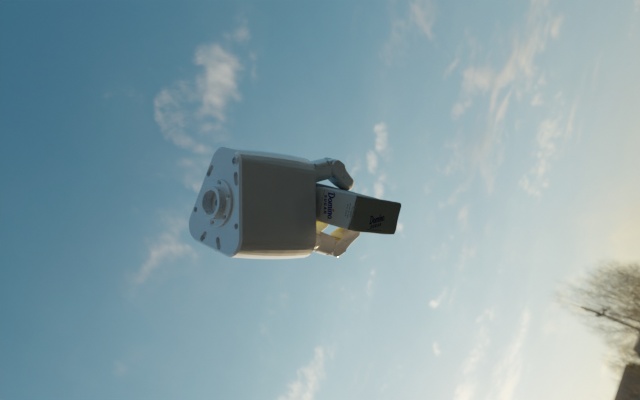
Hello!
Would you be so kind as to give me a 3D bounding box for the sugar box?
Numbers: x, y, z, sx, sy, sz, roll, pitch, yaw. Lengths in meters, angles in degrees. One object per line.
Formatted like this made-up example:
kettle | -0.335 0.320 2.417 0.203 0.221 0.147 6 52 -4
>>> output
sugar box | 0.000 0.002 0.592 0.176 0.048 0.093 18 6 41
